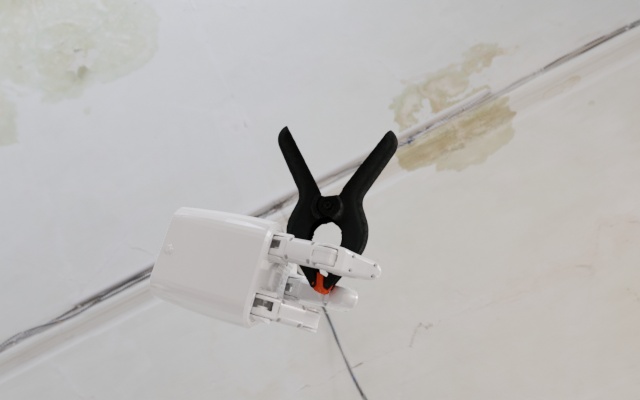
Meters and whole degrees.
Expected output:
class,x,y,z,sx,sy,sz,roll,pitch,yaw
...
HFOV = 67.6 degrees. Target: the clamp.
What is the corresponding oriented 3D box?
class,x,y,z,sx,sy,sz,roll,pitch,yaw
clamp,0.000,0.002,0.467,0.120,0.171,0.039,11,-15,18
